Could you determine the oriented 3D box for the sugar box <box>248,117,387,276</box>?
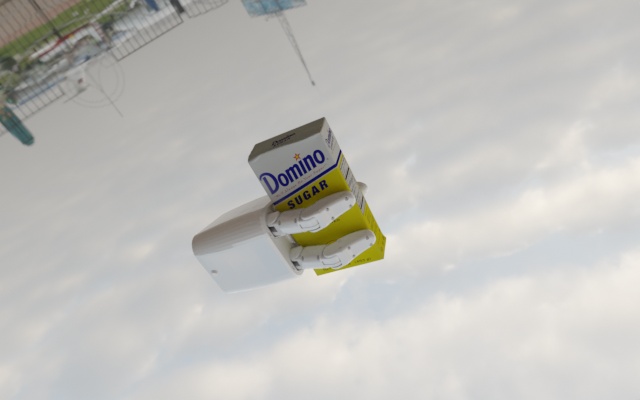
[{"bbox_3d":[0.000,0.002,0.548,0.093,0.176,0.048,-19,30,22],"label":"sugar box"}]
